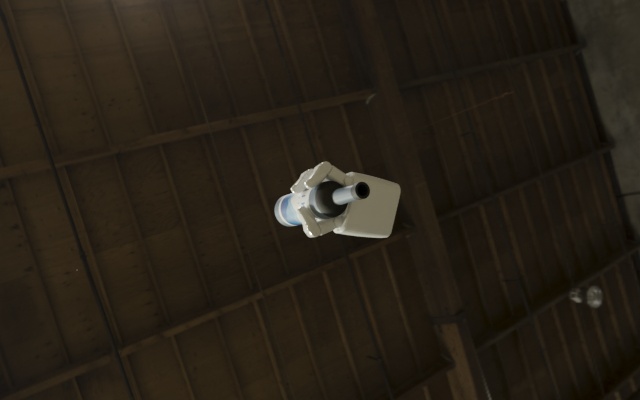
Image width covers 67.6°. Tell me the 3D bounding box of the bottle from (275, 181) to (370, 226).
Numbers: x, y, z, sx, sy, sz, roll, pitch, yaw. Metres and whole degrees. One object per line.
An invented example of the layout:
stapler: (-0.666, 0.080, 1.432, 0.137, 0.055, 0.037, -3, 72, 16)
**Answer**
bottle: (0.000, 0.003, 0.876, 0.069, 0.069, 0.296, 0, -7, -27)
